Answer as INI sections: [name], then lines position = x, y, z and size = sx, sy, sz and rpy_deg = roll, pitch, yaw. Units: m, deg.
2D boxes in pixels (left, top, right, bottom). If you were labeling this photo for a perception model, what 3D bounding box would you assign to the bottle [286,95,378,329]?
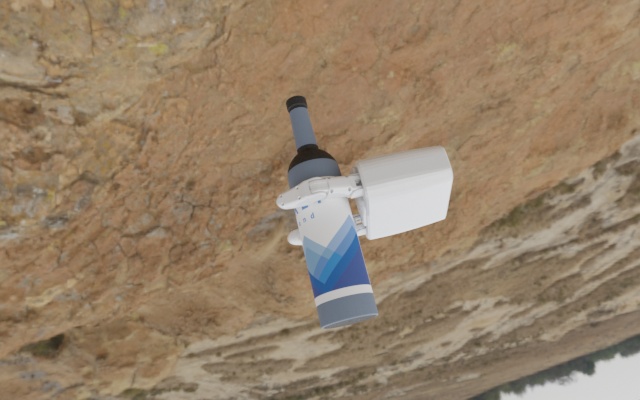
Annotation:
[bottle]
position = 0.000, 0.002, 0.585
size = 0.069, 0.295, 0.069
rpy_deg = -12, -20, -5
